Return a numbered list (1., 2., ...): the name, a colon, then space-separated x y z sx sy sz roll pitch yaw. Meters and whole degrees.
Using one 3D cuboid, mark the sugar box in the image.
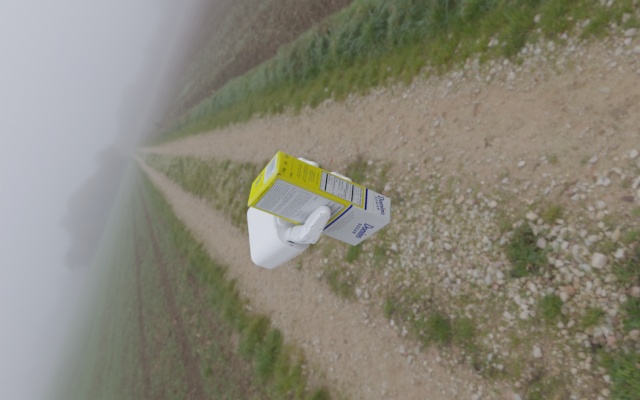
1. sugar box: 0.000 0.002 0.659 0.176 0.048 0.093 20 -36 -23
